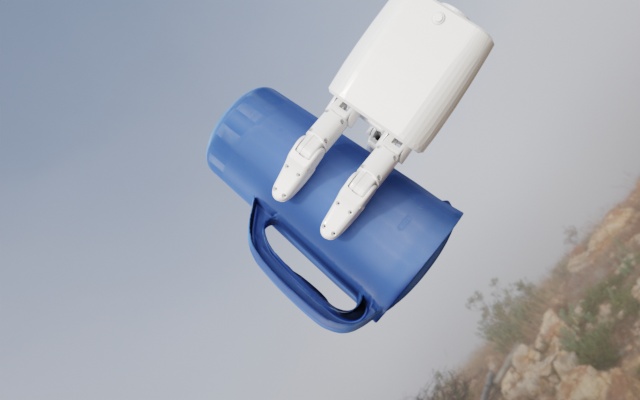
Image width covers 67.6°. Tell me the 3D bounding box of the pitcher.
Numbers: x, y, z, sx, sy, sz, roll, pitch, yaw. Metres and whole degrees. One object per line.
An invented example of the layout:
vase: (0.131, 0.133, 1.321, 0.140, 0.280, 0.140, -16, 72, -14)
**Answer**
pitcher: (0.000, 0.001, 0.471, 0.243, 0.145, 0.149, 38, 14, 13)
